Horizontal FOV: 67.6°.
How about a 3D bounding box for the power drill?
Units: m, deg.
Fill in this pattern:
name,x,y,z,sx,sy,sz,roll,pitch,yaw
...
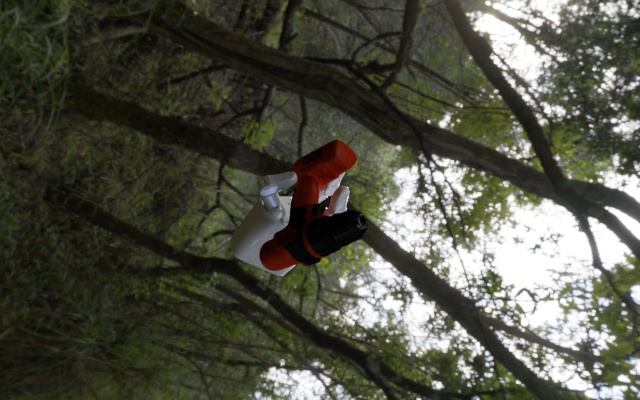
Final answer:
name,x,y,z,sx,sy,sz,roll,pitch,yaw
power drill,0.000,0.002,0.677,0.184,0.187,0.057,-23,-52,38
